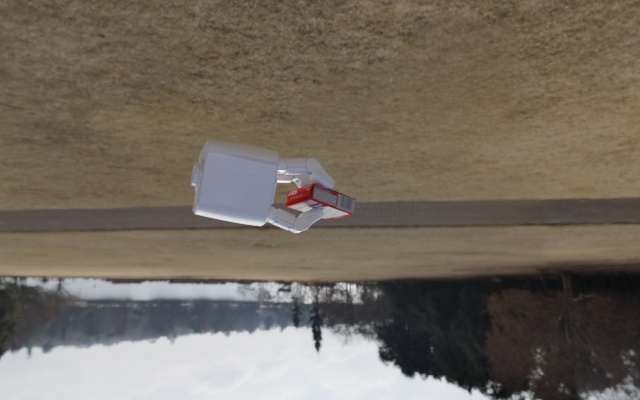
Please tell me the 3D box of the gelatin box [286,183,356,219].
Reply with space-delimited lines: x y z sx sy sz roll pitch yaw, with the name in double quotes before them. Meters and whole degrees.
"gelatin box" 0.000 0.003 0.776 0.089 0.030 0.073 20 -20 -32
